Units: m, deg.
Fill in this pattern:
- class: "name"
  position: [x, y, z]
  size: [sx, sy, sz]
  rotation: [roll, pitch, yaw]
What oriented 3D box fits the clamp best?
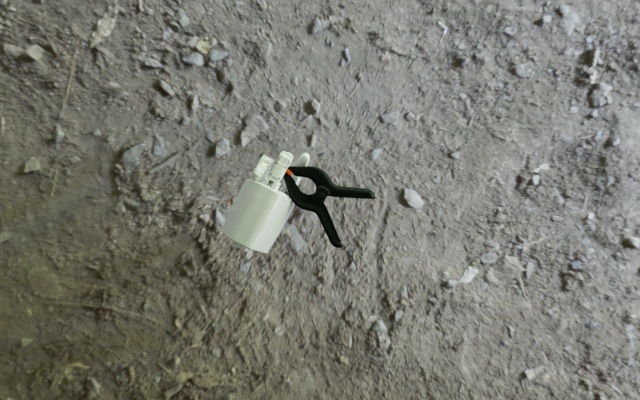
- class: "clamp"
  position: [0.000, 0.002, 0.849]
  size: [0.171, 0.120, 0.039]
  rotation: [26, -14, -1]
